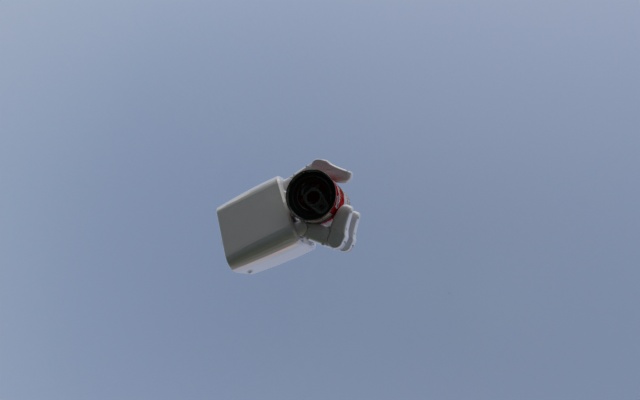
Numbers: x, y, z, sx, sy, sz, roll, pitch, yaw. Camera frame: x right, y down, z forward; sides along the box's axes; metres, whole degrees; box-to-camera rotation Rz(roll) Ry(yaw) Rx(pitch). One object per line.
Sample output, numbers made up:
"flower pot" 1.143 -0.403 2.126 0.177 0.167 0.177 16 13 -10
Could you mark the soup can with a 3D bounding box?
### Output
"soup can" 0.001 0.002 0.659 0.068 0.068 0.102 0 -11 15
